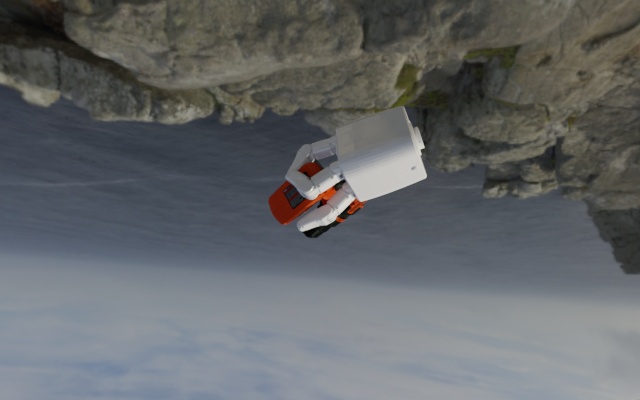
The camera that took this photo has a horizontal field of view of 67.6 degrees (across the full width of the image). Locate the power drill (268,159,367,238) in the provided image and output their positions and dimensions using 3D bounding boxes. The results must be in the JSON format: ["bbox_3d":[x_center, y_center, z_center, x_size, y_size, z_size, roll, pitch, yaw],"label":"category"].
[{"bbox_3d":[0.000,0.002,0.787,0.184,0.057,0.187,-42,-21,23],"label":"power drill"}]
